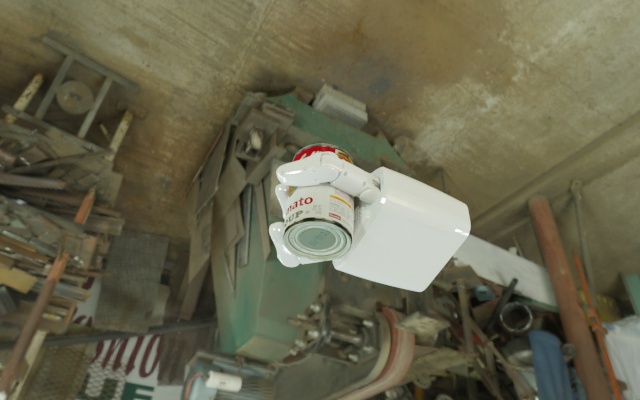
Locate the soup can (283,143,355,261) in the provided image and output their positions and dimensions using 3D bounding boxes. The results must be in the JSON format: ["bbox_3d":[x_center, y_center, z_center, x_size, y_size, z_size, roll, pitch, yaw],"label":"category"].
[{"bbox_3d":[0.000,0.002,0.483,0.068,0.102,0.069,3,-41,2],"label":"soup can"}]
